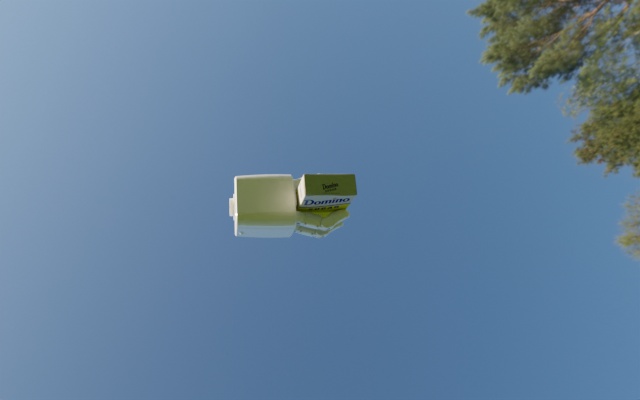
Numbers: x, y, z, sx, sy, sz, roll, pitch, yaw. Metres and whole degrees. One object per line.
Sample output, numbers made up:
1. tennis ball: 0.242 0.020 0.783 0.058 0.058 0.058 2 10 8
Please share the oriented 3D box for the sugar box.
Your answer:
1. sugar box: 0.000 0.003 0.881 0.093 0.048 0.176 -1 -17 -11
